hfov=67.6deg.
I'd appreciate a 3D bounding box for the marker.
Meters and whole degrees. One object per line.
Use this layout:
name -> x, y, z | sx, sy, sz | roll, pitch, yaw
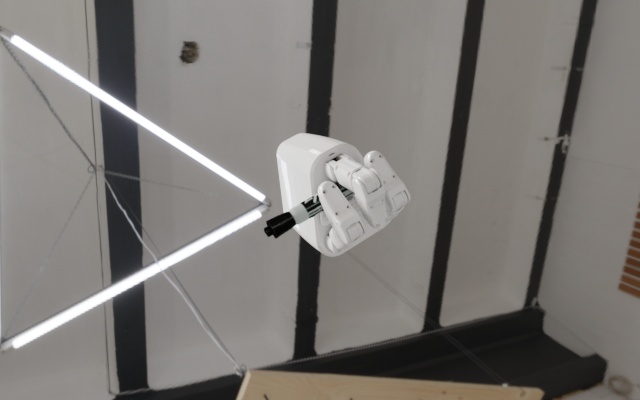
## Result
marker -> 0.000, 0.002, 0.456 | 0.121, 0.020, 0.020 | -30, 9, -17
